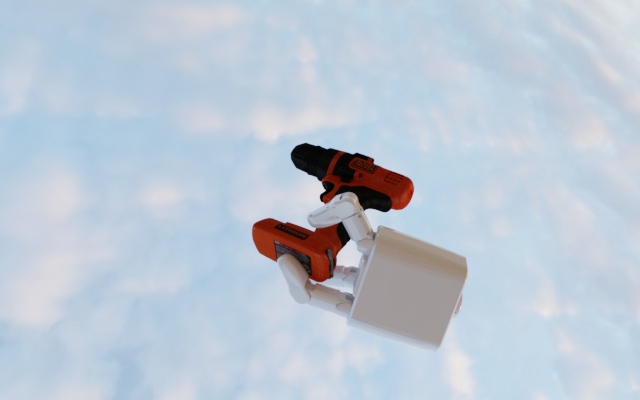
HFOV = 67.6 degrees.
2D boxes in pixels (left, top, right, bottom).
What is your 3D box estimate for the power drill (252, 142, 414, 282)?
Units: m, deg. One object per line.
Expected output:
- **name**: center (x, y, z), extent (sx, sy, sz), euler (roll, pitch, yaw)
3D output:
- **power drill**: center (0.000, 0.002, 0.602), extent (0.184, 0.057, 0.187), euler (21, 50, 27)
